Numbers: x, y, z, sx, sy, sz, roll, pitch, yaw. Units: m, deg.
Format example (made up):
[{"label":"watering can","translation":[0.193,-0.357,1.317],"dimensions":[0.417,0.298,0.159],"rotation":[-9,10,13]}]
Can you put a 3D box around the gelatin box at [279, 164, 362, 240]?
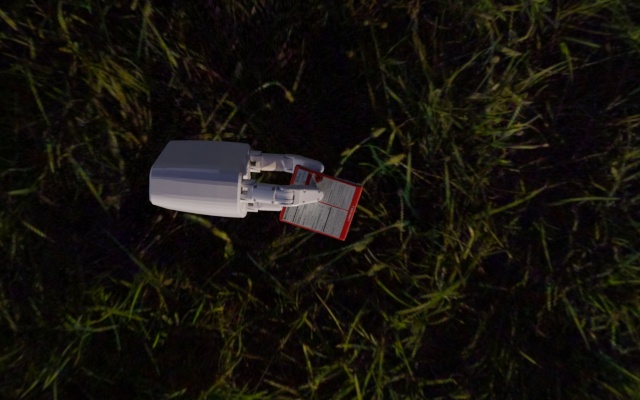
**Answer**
[{"label":"gelatin box","translation":[0.000,0.002,0.608],"dimensions":[0.089,0.073,0.030],"rotation":[18,7,-2]}]
